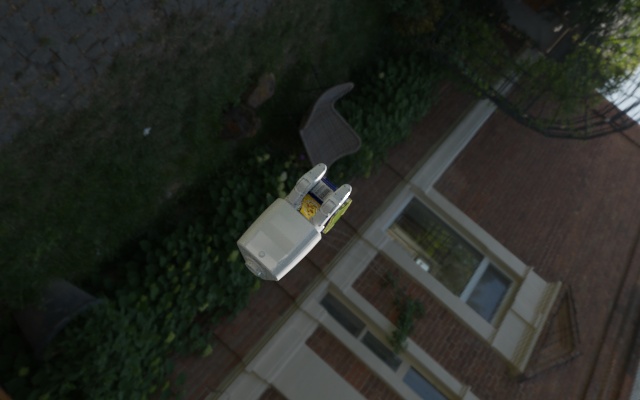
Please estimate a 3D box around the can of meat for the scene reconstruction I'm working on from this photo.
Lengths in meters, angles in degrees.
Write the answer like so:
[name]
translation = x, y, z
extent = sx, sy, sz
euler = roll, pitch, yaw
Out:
[can of meat]
translation = 0.000, 0.003, 0.842
extent = 0.057, 0.084, 0.102
euler = -45, -8, -25
